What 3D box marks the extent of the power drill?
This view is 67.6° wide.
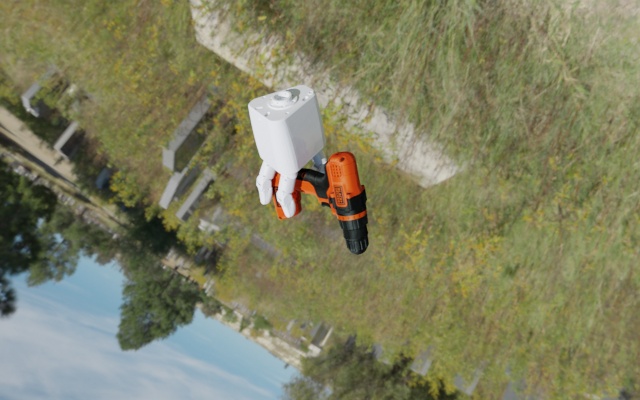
[{"bbox_3d":[0.000,0.003,0.856,0.187,0.184,0.057,4,22,39],"label":"power drill"}]
